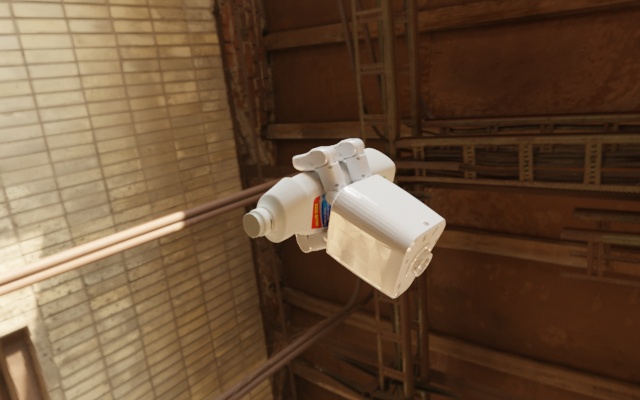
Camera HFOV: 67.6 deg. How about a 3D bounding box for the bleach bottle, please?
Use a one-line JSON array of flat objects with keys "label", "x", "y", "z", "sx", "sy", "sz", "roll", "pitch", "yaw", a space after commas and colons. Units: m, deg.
[{"label": "bleach bottle", "x": 0.000, "y": 0.002, "z": 0.622, "sx": 0.068, "sy": 0.103, "sz": 0.251, "roll": 35, "pitch": 35, "yaw": 26}]
